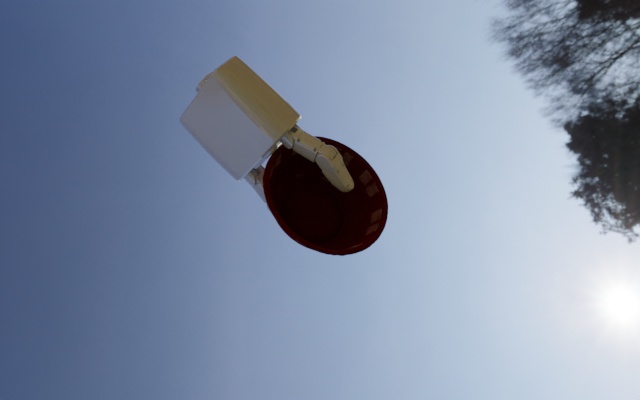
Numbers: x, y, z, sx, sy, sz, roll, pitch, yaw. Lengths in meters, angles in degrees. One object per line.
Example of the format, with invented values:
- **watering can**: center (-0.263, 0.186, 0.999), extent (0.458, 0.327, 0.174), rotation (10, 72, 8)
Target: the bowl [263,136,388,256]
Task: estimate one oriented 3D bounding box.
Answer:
- **bowl**: center (0.001, 0.003, 0.587), extent (0.162, 0.162, 0.055), rotation (0, -28, -25)
